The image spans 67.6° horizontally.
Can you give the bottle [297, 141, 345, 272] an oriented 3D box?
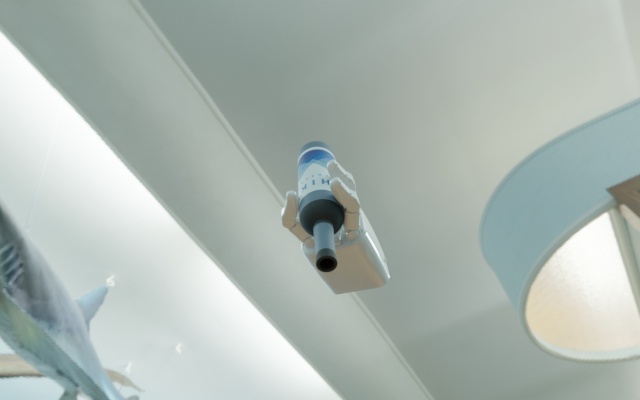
[{"bbox_3d":[0.000,0.002,0.724,0.069,0.069,0.295,0,32,-4],"label":"bottle"}]
